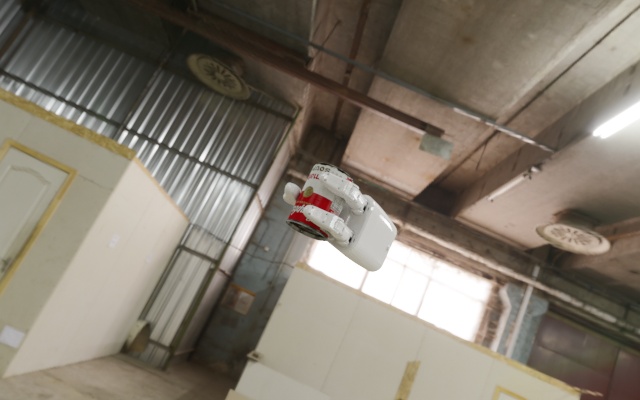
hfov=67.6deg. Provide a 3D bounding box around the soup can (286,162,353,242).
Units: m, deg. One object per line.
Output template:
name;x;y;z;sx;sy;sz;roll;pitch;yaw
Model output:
soup can;0.000;0.002;0.725;0.068;0.102;0.068;24;-14;7
